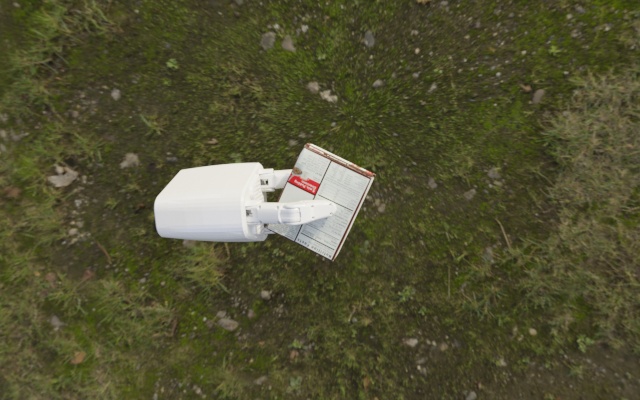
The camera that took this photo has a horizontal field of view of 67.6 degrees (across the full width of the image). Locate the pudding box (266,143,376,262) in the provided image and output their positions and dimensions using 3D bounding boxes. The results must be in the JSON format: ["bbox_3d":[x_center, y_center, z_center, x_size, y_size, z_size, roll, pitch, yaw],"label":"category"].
[{"bbox_3d":[0.000,0.002,0.558,0.090,0.113,0.039,26,14,5],"label":"pudding box"}]
